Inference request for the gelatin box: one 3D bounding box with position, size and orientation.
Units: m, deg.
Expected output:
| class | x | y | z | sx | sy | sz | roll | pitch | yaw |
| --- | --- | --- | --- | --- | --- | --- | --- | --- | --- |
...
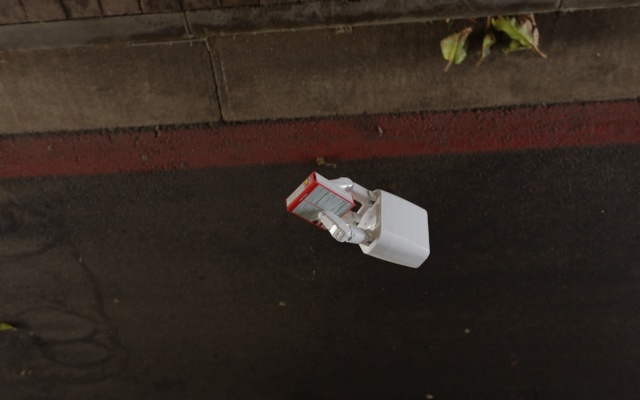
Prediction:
| class | x | y | z | sx | sy | sz | roll | pitch | yaw |
| --- | --- | --- | --- | --- | --- | --- | --- | --- | --- |
| gelatin box | 0.000 | 0.003 | 0.782 | 0.089 | 0.030 | 0.073 | 29 | -59 | -32 |
